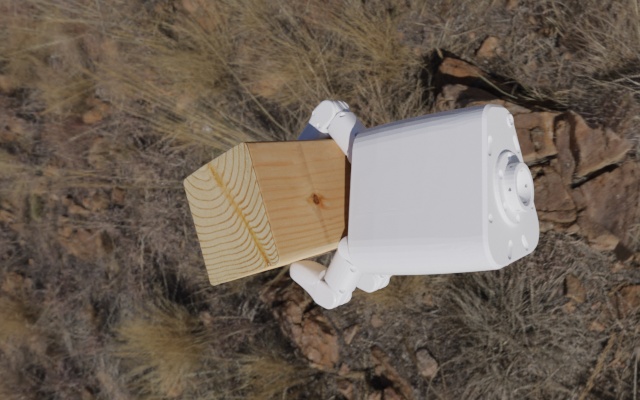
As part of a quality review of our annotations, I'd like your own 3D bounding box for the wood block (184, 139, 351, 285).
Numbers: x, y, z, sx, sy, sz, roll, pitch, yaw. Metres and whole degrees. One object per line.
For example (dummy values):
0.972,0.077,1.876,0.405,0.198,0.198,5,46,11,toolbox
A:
0.000,0.001,0.426,0.090,0.091,0.206,-23,-10,42,wood block
